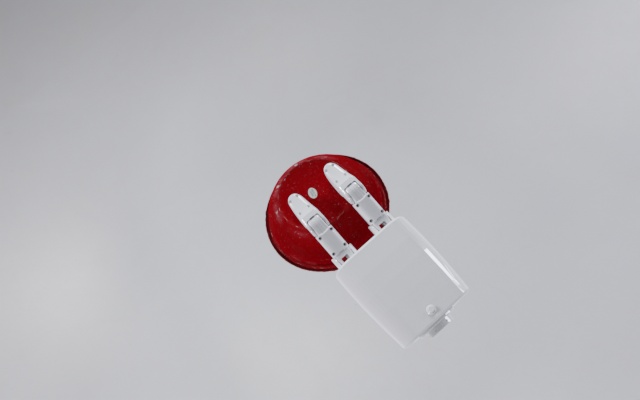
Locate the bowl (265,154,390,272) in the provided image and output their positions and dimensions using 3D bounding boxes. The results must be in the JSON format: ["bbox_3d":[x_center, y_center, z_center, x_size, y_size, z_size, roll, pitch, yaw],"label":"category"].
[{"bbox_3d":[-0.001,0.001,0.580,0.162,0.162,0.055,0,-25,17],"label":"bowl"}]
